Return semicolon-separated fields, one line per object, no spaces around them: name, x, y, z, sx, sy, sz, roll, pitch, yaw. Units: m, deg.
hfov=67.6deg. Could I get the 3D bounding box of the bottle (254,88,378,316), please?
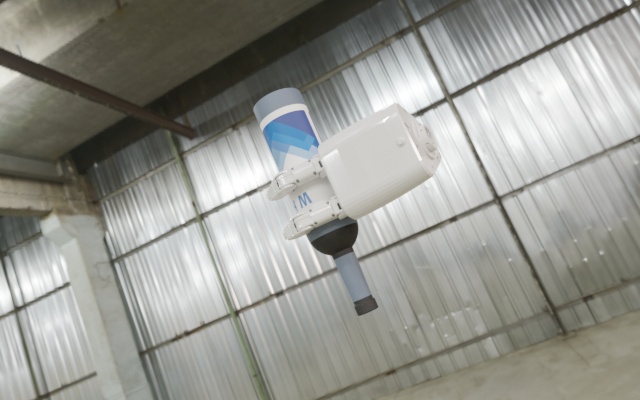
bottle;0.000;0.002;0.604;0.069;0.295;0.069;-23;-11;-5
